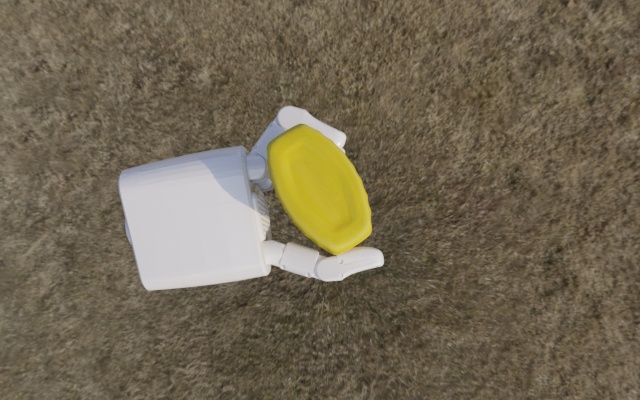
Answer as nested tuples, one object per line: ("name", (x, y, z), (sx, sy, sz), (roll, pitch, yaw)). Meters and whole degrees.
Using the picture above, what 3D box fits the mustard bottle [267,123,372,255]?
("mustard bottle", (0.000, 0.001, 0.422), (0.058, 0.096, 0.191), (-34, -6, -3))
